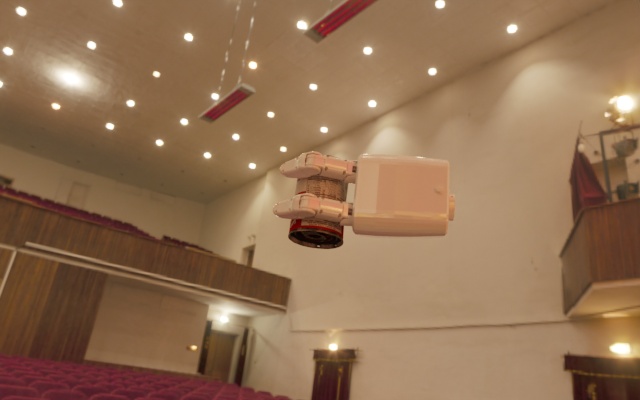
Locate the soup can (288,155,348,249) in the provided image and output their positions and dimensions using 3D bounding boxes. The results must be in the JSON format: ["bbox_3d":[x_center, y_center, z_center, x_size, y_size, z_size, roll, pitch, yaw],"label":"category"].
[{"bbox_3d":[0.000,0.002,0.598,0.068,0.102,0.068,6,-22,3],"label":"soup can"}]
